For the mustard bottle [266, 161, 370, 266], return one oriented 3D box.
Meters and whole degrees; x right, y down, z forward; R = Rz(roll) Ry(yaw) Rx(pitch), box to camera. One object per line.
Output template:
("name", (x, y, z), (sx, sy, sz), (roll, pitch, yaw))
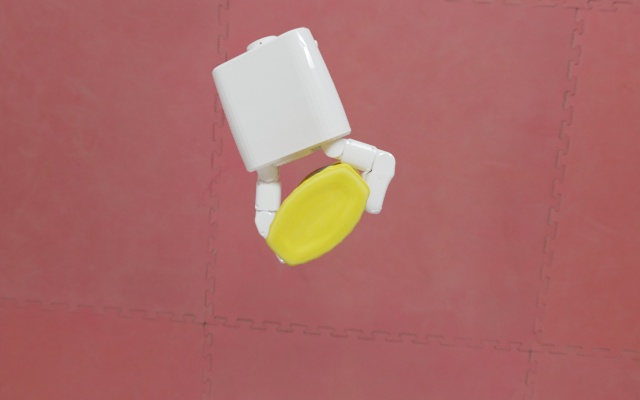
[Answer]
("mustard bottle", (0.000, 0.002, 0.480), (0.058, 0.096, 0.191), (44, 7, -4))
